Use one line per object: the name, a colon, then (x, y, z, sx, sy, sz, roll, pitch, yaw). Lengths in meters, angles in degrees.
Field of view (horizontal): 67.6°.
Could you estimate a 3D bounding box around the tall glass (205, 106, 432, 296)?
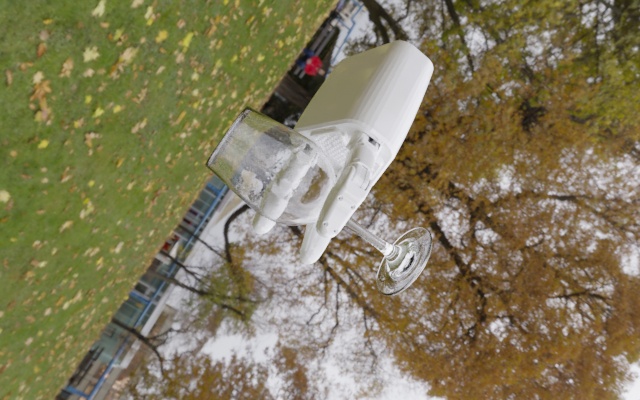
tall glass: (0.001, 0.002, 0.422, 0.201, 0.079, 0.079, 35, -11, -16)
